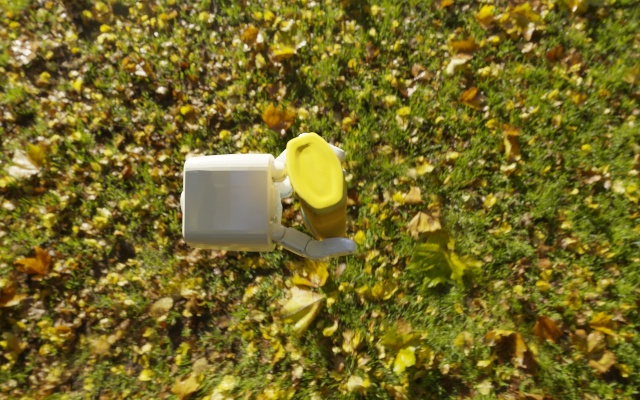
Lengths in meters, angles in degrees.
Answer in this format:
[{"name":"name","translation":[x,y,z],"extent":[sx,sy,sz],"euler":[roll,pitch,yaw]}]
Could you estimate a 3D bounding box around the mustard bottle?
[{"name":"mustard bottle","translation":[0.000,0.002,0.585],"extent":[0.058,0.096,0.192],"euler":[-23,-20,-5]}]
